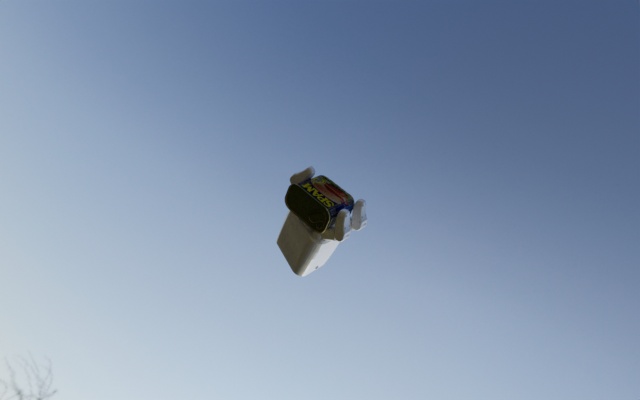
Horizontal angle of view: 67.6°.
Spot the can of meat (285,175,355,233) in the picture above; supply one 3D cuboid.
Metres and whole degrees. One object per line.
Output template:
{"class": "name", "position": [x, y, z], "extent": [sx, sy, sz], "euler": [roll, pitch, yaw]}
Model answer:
{"class": "can of meat", "position": [0.000, 0.003, 0.878], "extent": [0.102, 0.057, 0.084], "euler": [39, 37, 22]}
